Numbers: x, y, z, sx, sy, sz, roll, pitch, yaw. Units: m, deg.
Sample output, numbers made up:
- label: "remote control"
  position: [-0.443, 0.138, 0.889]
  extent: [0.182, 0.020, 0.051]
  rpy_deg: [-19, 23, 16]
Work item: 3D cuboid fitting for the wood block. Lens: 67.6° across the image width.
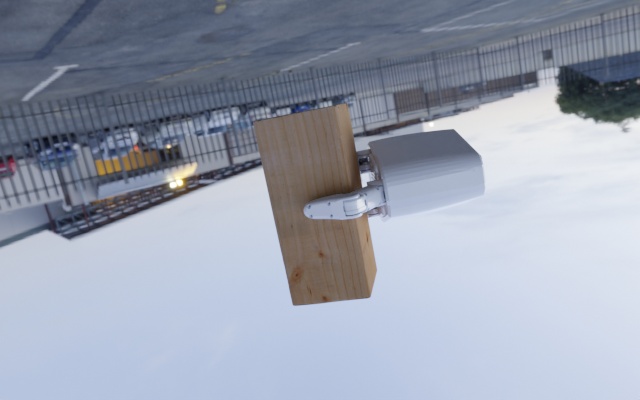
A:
- label: "wood block"
  position: [0.000, 0.002, 0.539]
  extent: [0.090, 0.206, 0.091]
  rpy_deg: [-9, 11, 14]
